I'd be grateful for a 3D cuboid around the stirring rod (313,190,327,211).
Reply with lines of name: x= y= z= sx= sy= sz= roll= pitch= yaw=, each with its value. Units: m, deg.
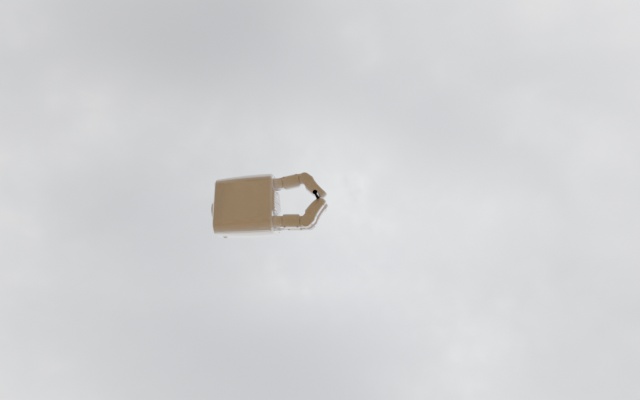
stirring rod: x=0.000 y=0.003 z=0.886 sx=0.011 sy=0.011 sz=0.239 roll=0 pitch=-8 yaw=4
